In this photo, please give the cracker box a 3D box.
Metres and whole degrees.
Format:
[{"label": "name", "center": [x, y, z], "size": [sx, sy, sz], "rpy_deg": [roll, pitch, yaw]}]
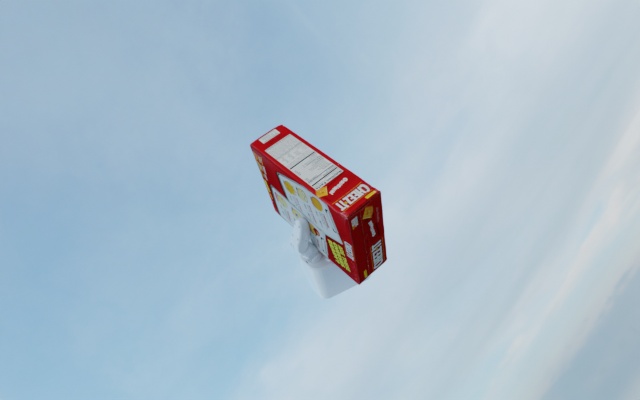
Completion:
[{"label": "cracker box", "center": [0.000, 0.002, 0.716], "size": [0.072, 0.164, 0.213], "rpy_deg": [-39, 53, -20]}]
